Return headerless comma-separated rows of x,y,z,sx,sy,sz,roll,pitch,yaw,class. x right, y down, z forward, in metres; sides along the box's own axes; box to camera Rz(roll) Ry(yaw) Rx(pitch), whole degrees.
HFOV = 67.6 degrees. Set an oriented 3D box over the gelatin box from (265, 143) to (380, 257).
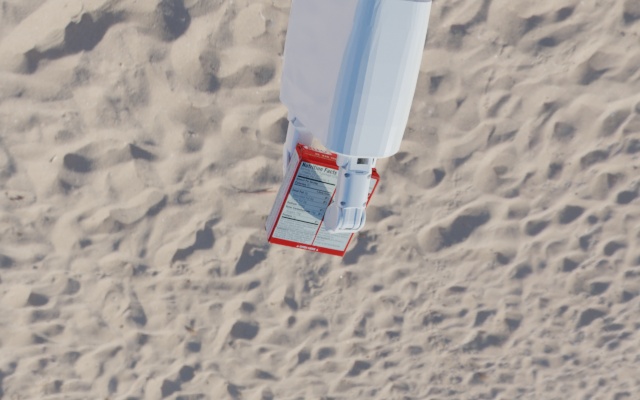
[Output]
0.000,0.002,0.414,0.073,0.089,0.030,13,27,-20,gelatin box
